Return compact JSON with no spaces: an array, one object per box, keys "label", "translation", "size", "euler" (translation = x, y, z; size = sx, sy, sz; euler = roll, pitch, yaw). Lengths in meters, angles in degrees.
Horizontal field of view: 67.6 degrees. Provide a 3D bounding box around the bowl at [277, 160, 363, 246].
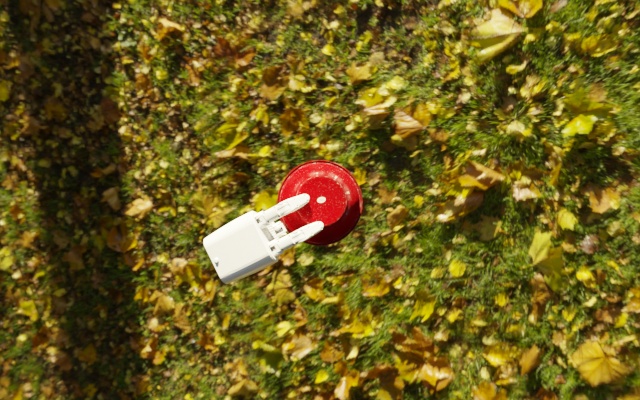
[{"label":"bowl","translation":[0.001,0.002,0.874],"size":[0.162,0.162,0.055],"euler":[0,-3,-2]}]
